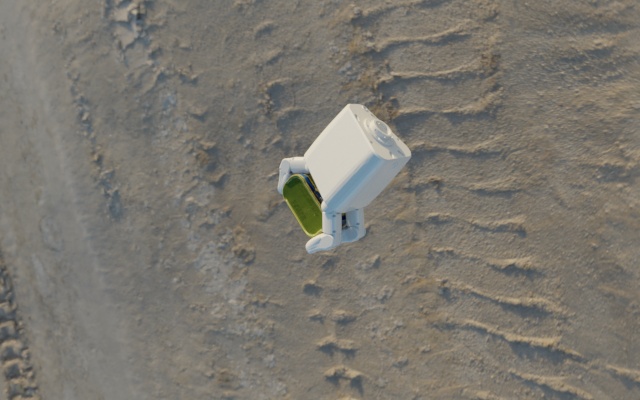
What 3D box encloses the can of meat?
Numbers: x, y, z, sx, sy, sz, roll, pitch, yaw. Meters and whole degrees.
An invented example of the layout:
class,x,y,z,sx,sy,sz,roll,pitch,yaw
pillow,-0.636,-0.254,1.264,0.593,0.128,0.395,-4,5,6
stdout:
class,x,y,z,sx,sy,sz,roll,pitch,yaw
can of meat,0.000,0.002,0.731,0.084,0.102,0.057,-14,-24,-52
